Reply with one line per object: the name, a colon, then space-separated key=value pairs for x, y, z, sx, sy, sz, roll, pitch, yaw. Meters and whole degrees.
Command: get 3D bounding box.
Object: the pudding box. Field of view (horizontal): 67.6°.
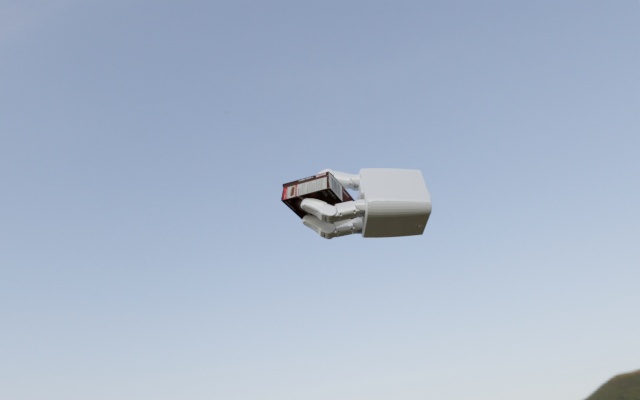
pudding box: x=0.000 y=0.002 z=0.804 sx=0.090 sy=0.039 sz=0.113 roll=-15 pitch=-37 yaw=23
